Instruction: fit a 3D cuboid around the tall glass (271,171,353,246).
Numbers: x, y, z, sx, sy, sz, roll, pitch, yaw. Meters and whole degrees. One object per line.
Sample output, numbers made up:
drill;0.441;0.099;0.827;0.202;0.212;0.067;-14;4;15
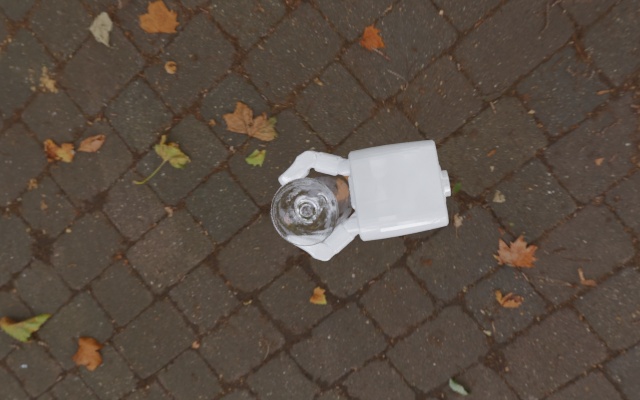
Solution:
tall glass;0.000;0.002;0.607;0.079;0.079;0.201;0;6;10
